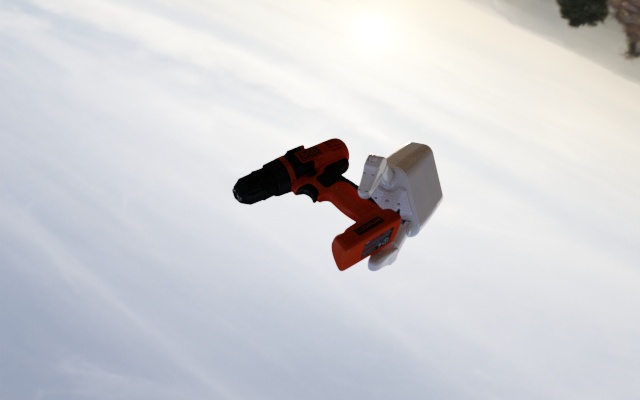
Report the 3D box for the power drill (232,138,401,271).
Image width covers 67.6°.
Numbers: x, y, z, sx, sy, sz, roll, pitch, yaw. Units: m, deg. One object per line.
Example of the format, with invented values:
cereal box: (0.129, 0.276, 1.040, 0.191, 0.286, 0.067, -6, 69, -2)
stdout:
power drill: (0.001, 0.002, 0.639, 0.184, 0.187, 0.057, -27, -31, -25)
